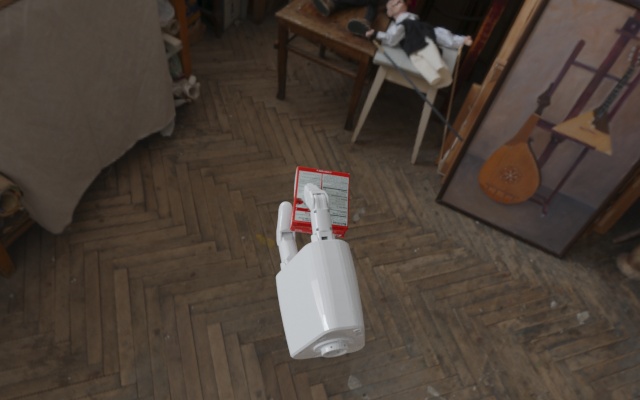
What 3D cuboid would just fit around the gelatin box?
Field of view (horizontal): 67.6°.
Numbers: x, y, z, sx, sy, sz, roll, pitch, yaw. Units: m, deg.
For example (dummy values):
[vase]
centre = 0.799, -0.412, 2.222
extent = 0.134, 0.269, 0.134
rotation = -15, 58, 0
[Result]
[gelatin box]
centre = 0.000, 0.002, 0.636
extent = 0.073, 0.089, 0.030
rotation = 7, -31, -6
